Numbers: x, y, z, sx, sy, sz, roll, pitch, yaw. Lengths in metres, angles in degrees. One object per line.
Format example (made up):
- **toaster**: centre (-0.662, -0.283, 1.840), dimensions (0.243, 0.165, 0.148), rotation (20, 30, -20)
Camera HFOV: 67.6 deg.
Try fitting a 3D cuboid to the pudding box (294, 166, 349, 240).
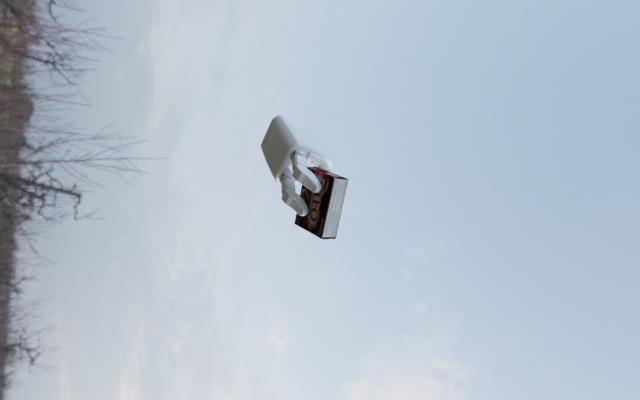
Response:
- **pudding box**: centre (0.000, 0.003, 0.850), dimensions (0.039, 0.113, 0.090), rotation (2, 14, -35)
